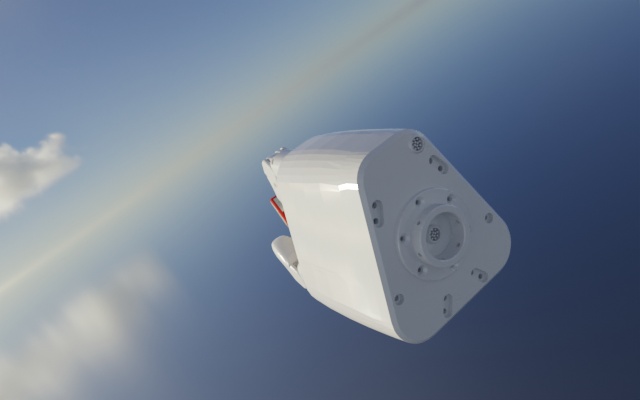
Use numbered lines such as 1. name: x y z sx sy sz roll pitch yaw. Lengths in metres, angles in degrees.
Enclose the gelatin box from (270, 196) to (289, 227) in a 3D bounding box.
1. gelatin box: 0.000 0.001 0.425 0.073 0.030 0.089 -34 22 -6
